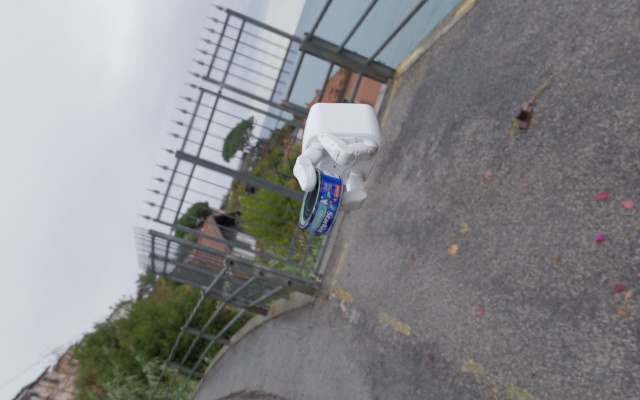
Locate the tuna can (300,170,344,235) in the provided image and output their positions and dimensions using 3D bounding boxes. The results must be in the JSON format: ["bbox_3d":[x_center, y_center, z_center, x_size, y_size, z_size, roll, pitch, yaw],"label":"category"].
[{"bbox_3d":[0.000,0.002,0.654,0.034,0.086,0.086,16,-4,-14],"label":"tuna can"}]
